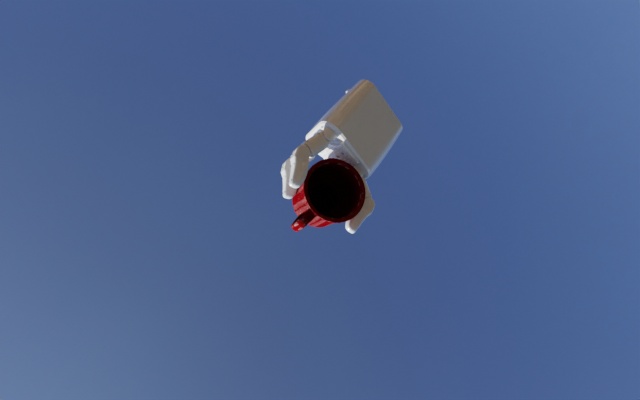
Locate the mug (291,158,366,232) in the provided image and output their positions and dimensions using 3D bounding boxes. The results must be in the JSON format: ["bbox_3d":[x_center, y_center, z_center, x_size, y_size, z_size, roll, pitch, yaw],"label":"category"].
[{"bbox_3d":[-0.001,0.003,0.697,0.093,0.117,0.081,43,-23,-6],"label":"mug"}]
